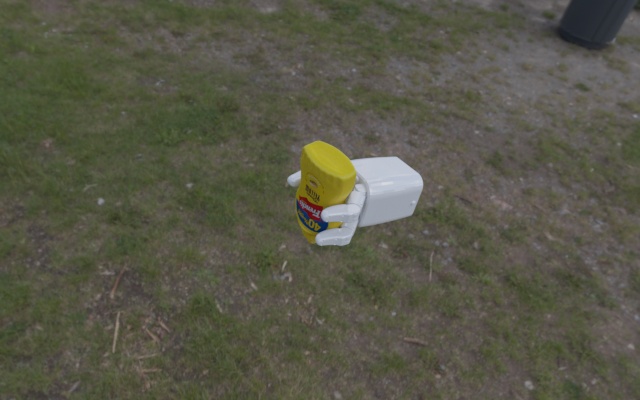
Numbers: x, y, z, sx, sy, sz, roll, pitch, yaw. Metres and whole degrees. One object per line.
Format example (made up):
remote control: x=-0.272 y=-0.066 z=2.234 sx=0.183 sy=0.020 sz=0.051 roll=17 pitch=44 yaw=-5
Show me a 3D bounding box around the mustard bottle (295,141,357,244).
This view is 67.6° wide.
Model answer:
mustard bottle: x=0.000 y=0.002 z=0.787 sx=0.058 sy=0.192 sz=0.096 roll=-29 pitch=57 yaw=-35
